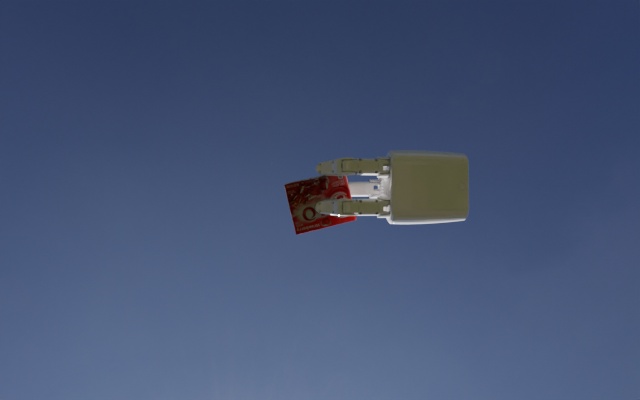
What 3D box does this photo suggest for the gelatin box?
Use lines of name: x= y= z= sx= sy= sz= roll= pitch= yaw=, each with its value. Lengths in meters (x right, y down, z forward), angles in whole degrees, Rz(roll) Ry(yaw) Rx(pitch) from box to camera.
gelatin box: x=0.000 y=0.002 z=0.676 sx=0.089 sy=0.073 sz=0.030 roll=-13 pitch=4 yaw=2
